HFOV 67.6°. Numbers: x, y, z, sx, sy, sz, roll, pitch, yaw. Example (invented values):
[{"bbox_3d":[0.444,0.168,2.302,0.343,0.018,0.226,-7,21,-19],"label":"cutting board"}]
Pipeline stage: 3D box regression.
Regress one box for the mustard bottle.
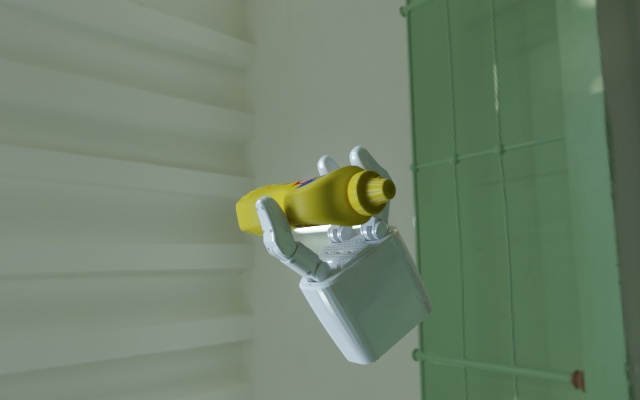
[{"bbox_3d":[0.000,0.001,0.488,0.096,0.058,0.191,-10,0,-40],"label":"mustard bottle"}]
